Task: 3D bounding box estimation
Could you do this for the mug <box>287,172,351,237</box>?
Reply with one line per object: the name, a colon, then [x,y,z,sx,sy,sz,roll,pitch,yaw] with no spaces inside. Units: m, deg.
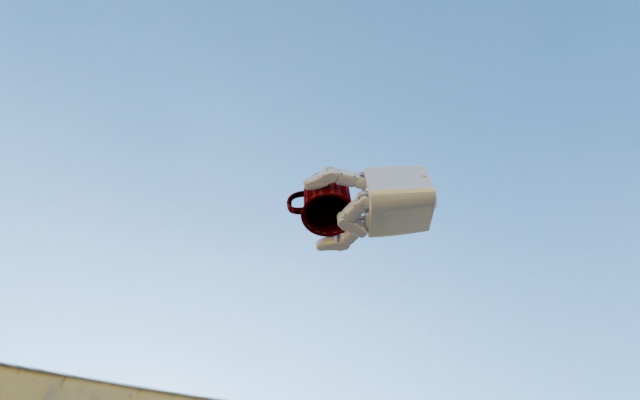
mug: [-0.001,0.003,0.827,0.117,0.093,0.081,-4,36,0]
